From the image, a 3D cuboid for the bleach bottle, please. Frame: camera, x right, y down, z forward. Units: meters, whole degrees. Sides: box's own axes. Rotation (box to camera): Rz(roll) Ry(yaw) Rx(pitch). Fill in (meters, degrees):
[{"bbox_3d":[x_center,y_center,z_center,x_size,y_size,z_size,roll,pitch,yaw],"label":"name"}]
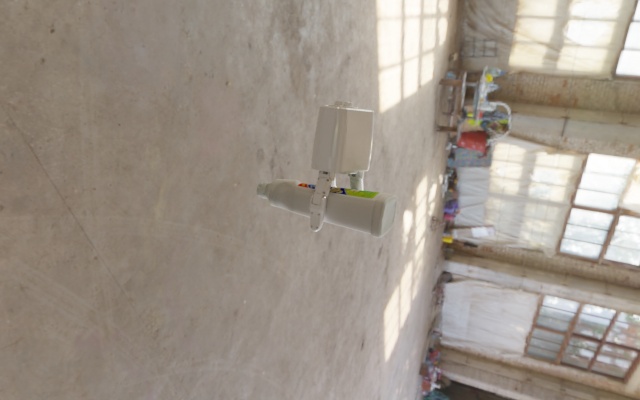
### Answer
[{"bbox_3d":[0.000,0.003,0.836,0.251,0.068,0.102,11,13,21],"label":"bleach bottle"}]
